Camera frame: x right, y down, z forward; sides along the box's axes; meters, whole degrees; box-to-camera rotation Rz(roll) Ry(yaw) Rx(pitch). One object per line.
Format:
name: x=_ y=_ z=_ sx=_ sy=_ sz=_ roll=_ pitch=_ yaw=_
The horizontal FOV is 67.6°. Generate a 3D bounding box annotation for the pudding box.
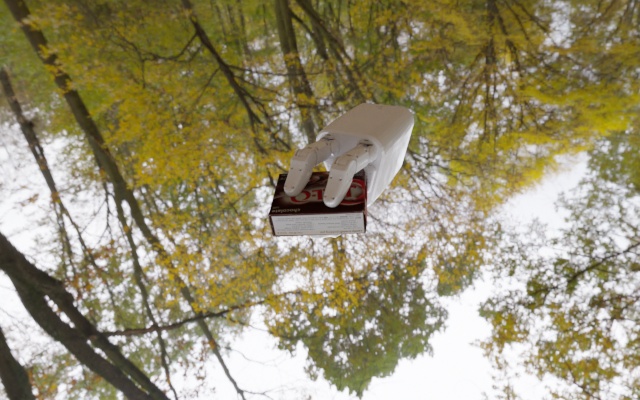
pudding box: x=0.000 y=0.002 z=0.577 sx=0.113 sy=0.039 sz=0.090 roll=-5 pitch=33 yaw=8
